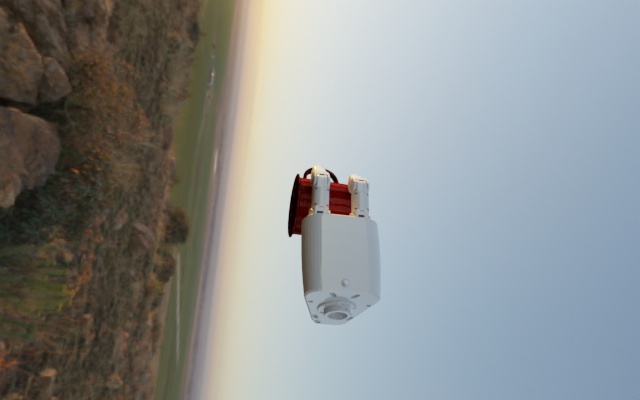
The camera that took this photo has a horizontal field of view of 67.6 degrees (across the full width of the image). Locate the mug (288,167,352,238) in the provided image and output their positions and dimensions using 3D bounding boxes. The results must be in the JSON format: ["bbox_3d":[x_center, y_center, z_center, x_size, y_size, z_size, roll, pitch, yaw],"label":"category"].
[{"bbox_3d":[0.000,0.001,0.699,0.081,0.117,0.093,7,-34,-10],"label":"mug"}]
